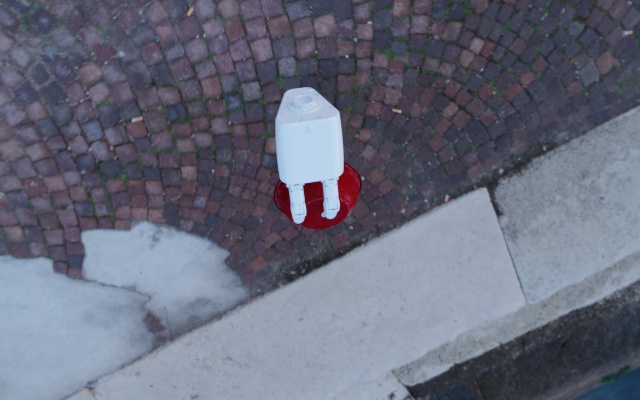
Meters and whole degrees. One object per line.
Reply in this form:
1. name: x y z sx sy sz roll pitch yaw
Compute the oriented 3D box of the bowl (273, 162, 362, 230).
1. bowl: 0.001 0.004 0.836 0.162 0.055 0.162 -9 -38 -7
